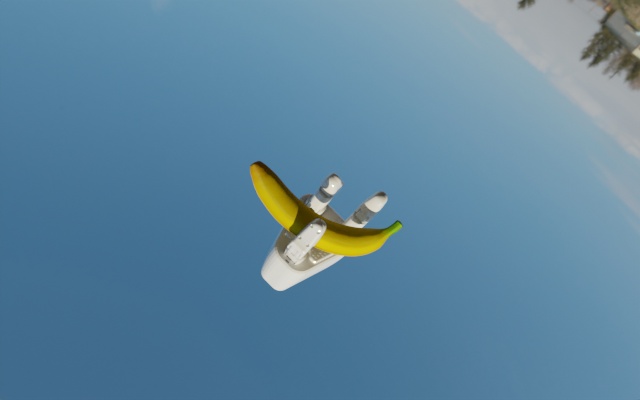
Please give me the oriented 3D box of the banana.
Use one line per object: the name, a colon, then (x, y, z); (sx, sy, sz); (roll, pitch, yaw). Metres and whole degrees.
banana: (-0.004, 0.020, 0.580); (0.198, 0.069, 0.037); (23, -6, -3)
